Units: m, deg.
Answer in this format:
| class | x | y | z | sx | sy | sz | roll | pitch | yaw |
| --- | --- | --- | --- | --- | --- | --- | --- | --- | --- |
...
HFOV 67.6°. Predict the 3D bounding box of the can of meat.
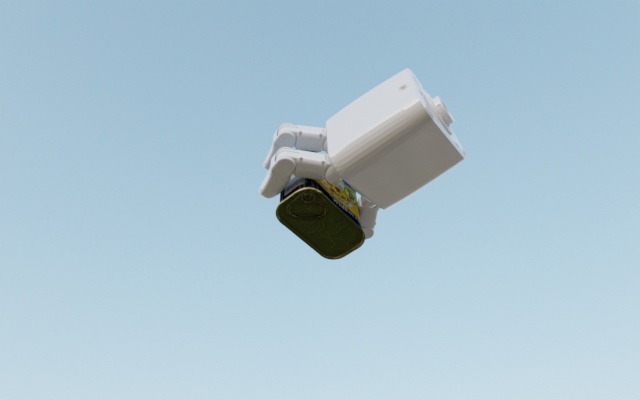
| class | x | y | z | sx | sy | sz | roll | pitch | yaw |
| --- | --- | --- | --- | --- | --- | --- | --- | --- | --- |
| can of meat | 0.000 | 0.002 | 0.530 | 0.057 | 0.084 | 0.102 | -35 | -58 | 23 |
